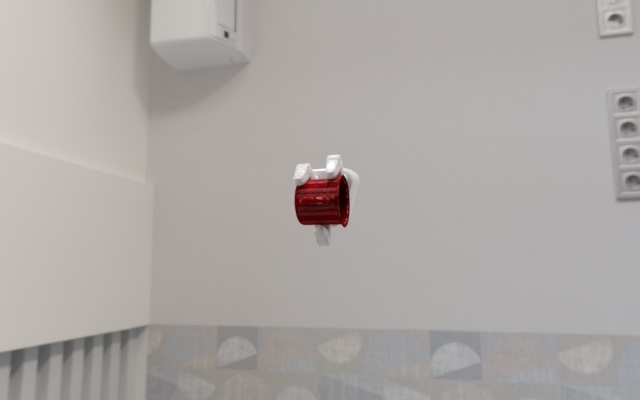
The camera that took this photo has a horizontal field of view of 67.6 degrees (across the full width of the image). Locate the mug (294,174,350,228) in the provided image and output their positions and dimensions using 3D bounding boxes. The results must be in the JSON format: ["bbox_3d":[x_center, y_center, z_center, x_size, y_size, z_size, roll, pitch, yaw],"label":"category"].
[{"bbox_3d":[0.000,0.003,0.833,0.081,0.093,0.117,-2,1,15],"label":"mug"}]
